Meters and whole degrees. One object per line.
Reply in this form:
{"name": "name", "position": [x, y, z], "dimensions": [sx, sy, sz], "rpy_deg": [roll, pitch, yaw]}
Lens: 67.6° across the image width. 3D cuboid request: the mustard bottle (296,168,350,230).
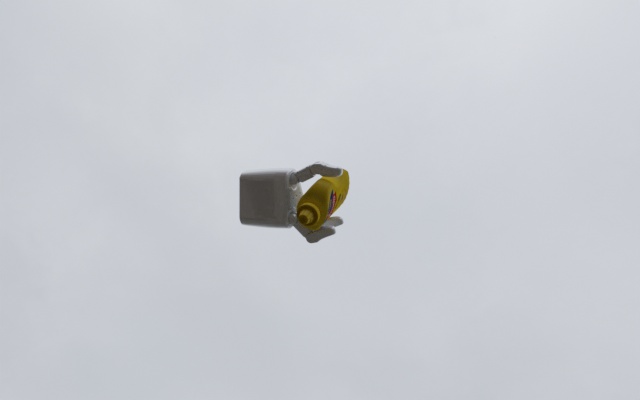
{"name": "mustard bottle", "position": [0.001, 0.003, 0.895], "dimensions": [0.058, 0.096, 0.191], "rpy_deg": [24, 24, 11]}
